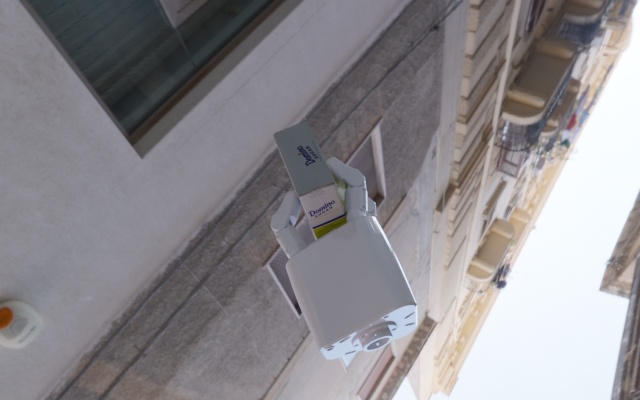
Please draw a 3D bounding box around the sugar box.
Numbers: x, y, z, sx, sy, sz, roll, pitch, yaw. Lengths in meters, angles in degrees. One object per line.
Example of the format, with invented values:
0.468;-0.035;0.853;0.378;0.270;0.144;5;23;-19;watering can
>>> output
0.001;0.002;0.552;0.048;0.093;0.176;-22;-34;-3;sugar box
